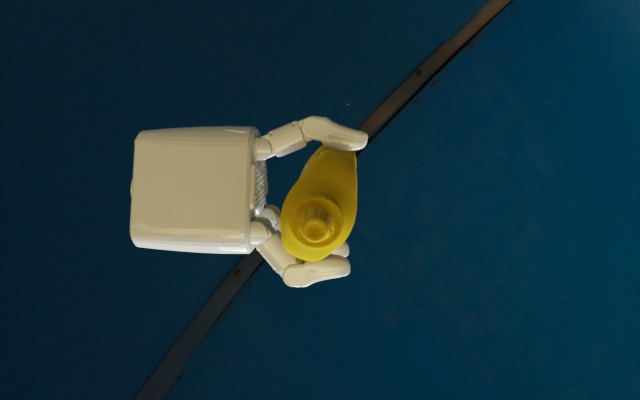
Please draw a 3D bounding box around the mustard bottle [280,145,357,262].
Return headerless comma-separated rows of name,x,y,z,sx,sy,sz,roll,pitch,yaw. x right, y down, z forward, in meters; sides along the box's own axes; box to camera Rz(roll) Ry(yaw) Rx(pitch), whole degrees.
mustard bottle,0.000,0.001,0.425,0.058,0.096,0.191,24,12,-2
